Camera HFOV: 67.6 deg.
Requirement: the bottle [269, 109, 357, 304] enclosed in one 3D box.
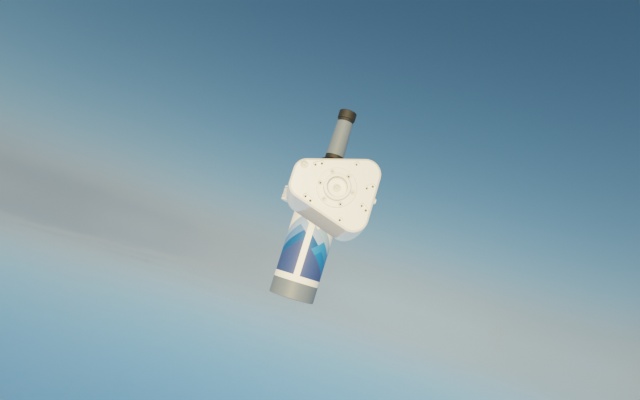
[{"bbox_3d":[0.000,0.003,0.717,0.069,0.295,0.069,17,-9,3],"label":"bottle"}]
